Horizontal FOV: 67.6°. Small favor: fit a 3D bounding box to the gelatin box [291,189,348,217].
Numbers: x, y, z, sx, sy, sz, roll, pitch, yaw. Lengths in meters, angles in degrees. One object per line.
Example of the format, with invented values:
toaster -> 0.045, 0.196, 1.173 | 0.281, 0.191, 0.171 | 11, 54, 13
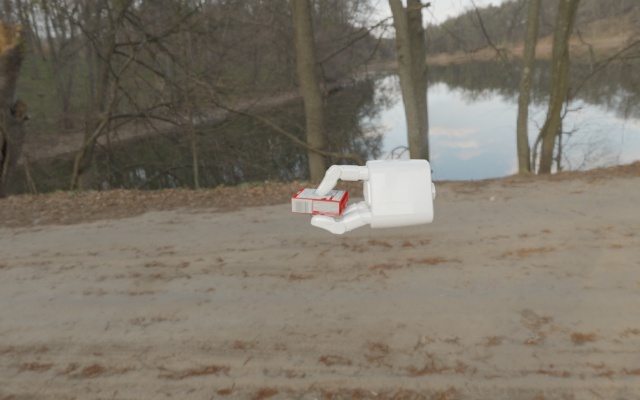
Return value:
gelatin box -> 0.000, 0.002, 0.844 | 0.089, 0.030, 0.073 | 4, 16, 11
